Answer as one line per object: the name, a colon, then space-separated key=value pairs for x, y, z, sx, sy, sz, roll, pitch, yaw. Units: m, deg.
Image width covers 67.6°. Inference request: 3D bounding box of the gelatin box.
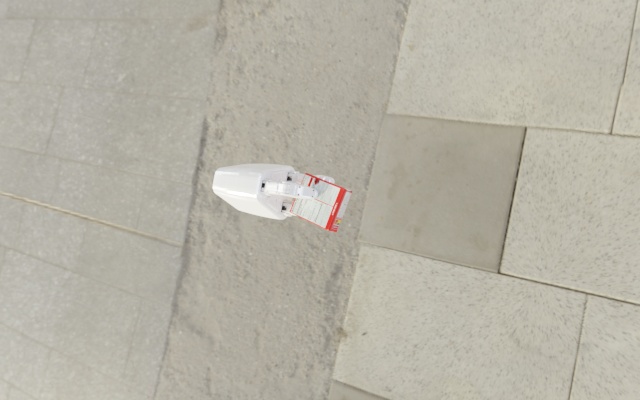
gelatin box: x=0.000 y=0.003 z=0.788 sx=0.089 sy=0.073 sz=0.030 roll=23 pitch=3 yaw=35
